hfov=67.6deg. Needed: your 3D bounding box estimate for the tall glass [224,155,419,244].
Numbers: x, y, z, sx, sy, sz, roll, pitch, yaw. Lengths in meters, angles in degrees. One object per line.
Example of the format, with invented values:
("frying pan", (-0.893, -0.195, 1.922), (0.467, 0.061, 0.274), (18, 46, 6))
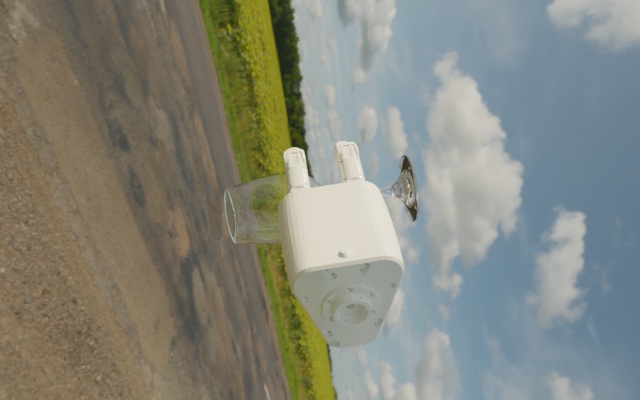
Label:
("tall glass", (0.001, 0.002, 0.523), (0.201, 0.079, 0.079), (-9, 0, -2))
